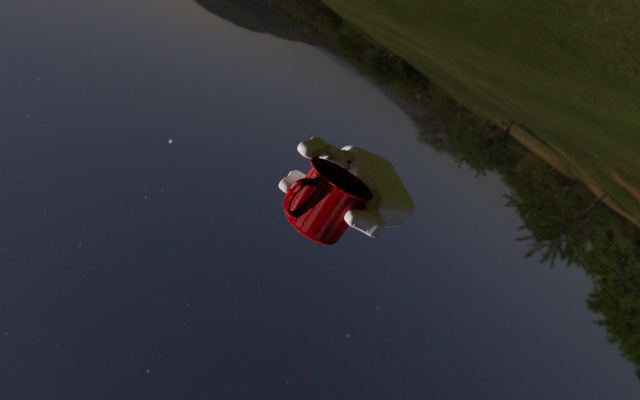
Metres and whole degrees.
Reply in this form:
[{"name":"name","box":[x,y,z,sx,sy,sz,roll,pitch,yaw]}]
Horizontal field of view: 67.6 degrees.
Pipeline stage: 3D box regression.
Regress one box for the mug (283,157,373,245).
[{"name":"mug","box":[-0.001,0.002,0.610,0.117,0.081,0.093,8,30,-51]}]
